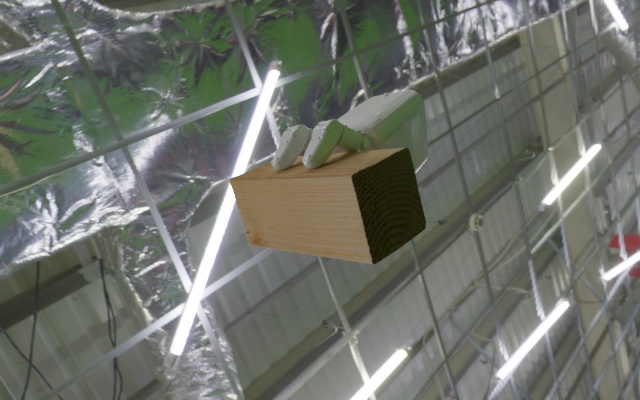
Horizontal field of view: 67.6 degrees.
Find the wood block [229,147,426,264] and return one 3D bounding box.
[{"bbox_3d":[0.000,0.002,0.531,0.090,0.091,0.206,-28,19,-38],"label":"wood block"}]
